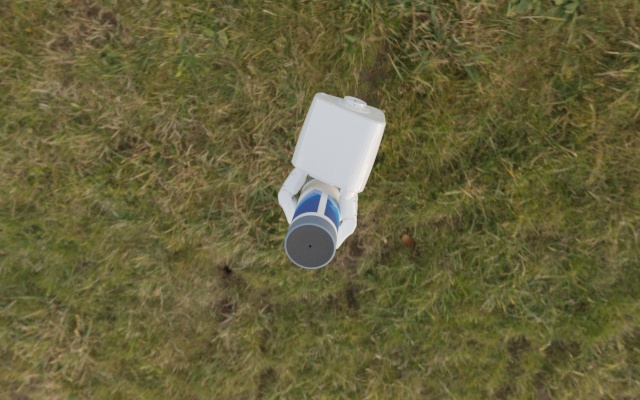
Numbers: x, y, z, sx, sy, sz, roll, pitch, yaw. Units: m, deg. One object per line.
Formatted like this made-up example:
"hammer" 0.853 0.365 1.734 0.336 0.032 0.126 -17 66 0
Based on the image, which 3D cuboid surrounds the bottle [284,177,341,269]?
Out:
"bottle" 0.000 0.003 0.743 0.069 0.069 0.295 0 23 6
